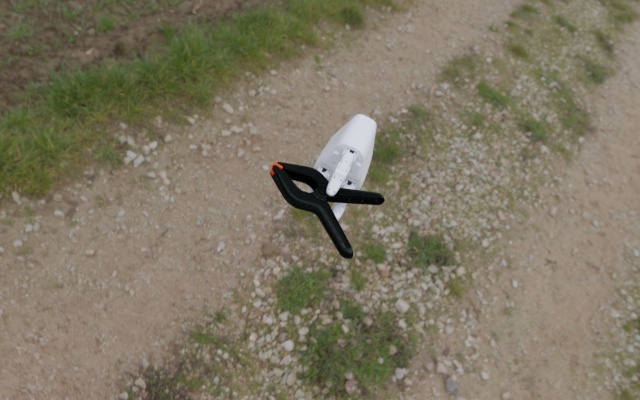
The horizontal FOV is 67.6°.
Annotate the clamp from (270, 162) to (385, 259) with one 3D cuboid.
[{"bbox_3d":[0.000,0.002,0.829,0.210,0.164,0.036,27,-44,-1],"label":"clamp"}]
